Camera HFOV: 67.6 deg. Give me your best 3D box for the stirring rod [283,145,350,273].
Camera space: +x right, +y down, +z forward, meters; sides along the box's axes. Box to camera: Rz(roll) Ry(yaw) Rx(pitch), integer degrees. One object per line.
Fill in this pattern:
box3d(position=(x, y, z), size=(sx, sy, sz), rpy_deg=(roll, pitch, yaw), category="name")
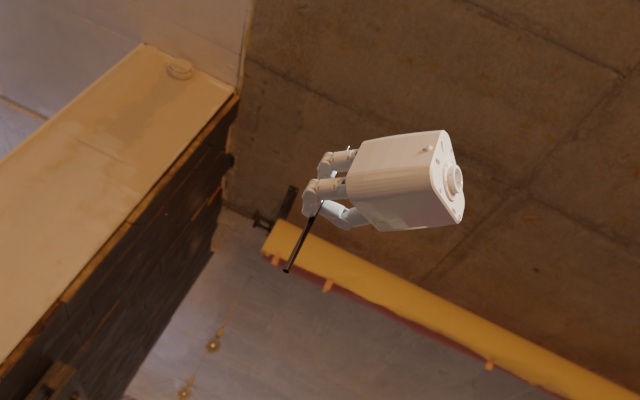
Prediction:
box3d(position=(0.000, 0.002, 0.648), size=(0.011, 0.011, 0.239), rpy_deg=(0, 43, 28), category="stirring rod")
